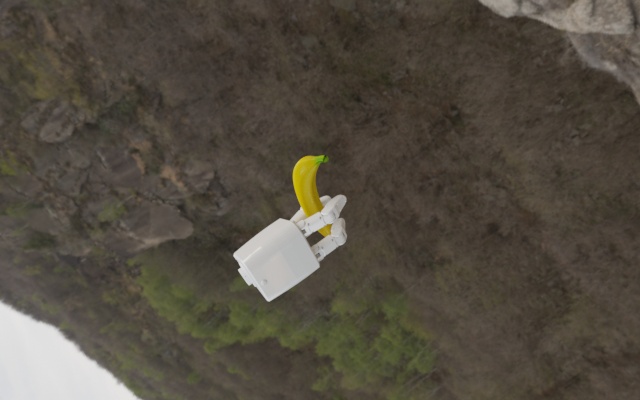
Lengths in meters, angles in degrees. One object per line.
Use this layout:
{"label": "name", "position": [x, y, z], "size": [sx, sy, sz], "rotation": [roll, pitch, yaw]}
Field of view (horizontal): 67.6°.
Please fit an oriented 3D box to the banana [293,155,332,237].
{"label": "banana", "position": [-0.013, -0.009, 0.821], "size": [0.037, 0.198, 0.069], "rotation": [-39, 54, -25]}
